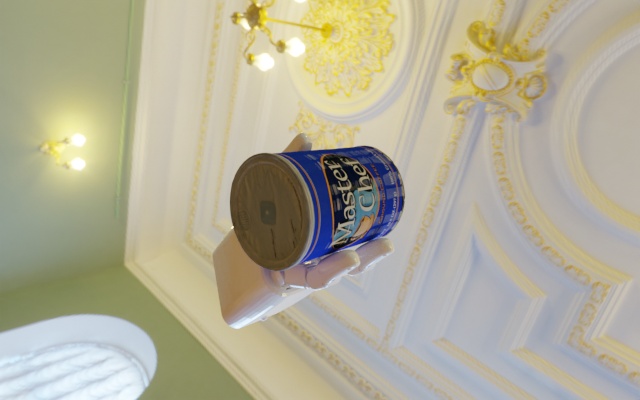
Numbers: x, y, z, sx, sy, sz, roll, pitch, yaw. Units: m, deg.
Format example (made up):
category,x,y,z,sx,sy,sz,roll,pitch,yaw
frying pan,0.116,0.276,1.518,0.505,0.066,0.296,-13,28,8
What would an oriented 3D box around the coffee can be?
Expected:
category,x,y,z,sx,sy,sz,roll,pitch,yaw
coffee can,0.000,0.001,0.459,0.103,0.103,0.140,0,8,43
